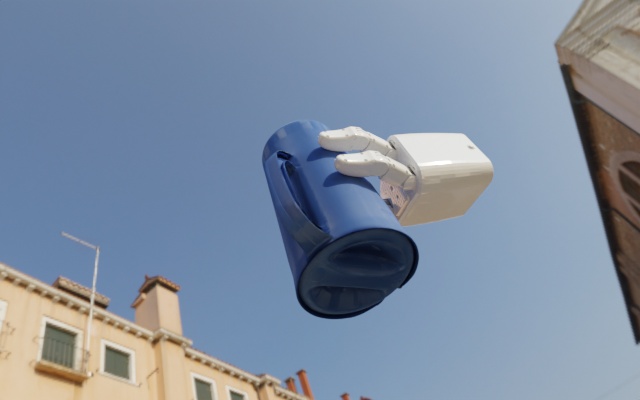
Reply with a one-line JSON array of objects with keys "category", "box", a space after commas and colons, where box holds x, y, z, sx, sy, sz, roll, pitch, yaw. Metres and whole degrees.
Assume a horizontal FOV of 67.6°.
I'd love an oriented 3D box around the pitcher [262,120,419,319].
[{"category": "pitcher", "box": [0.000, 0.002, 0.560, 0.145, 0.149, 0.242, -7, 41, -17]}]
